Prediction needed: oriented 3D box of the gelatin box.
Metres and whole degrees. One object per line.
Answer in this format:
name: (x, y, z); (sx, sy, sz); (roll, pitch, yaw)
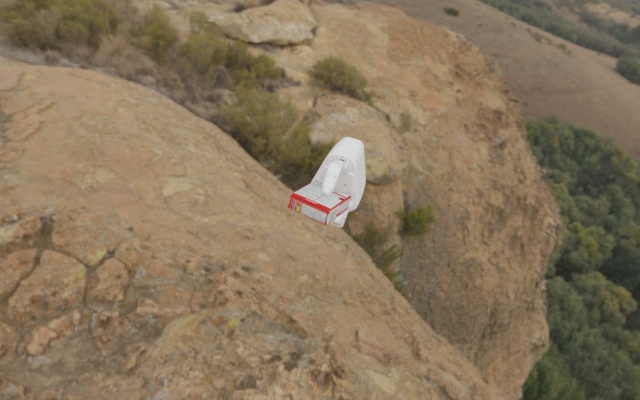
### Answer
gelatin box: (0.000, 0.002, 0.792); (0.073, 0.030, 0.089); (24, 26, 19)
